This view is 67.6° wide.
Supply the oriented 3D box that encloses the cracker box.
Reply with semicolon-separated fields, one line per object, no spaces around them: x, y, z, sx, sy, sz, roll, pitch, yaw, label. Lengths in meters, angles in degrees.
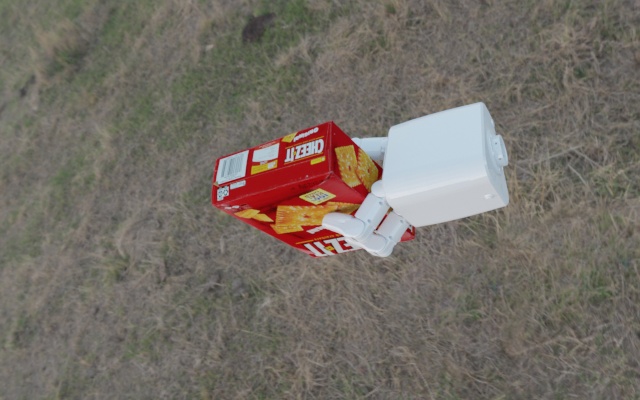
0.000;0.002;0.587;0.164;0.072;0.214;-14;-30;30;cracker box
